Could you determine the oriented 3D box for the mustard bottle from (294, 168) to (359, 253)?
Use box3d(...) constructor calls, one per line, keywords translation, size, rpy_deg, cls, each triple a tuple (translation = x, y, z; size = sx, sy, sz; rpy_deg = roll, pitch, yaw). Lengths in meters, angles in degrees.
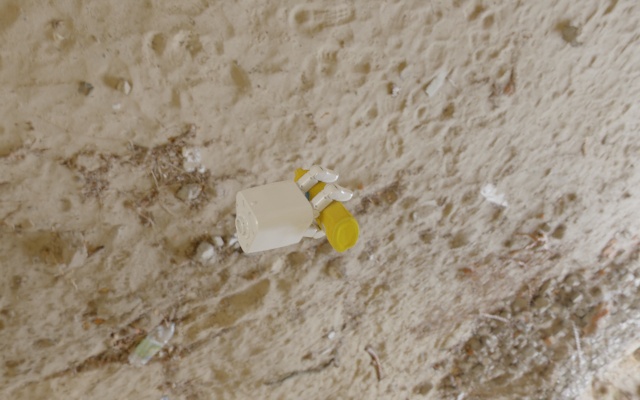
box3d(translation=(0.001, 0.003, 0.899), size=(0.058, 0.191, 0.096), rpy_deg=(-29, -37, -11), cls="mustard bottle")
